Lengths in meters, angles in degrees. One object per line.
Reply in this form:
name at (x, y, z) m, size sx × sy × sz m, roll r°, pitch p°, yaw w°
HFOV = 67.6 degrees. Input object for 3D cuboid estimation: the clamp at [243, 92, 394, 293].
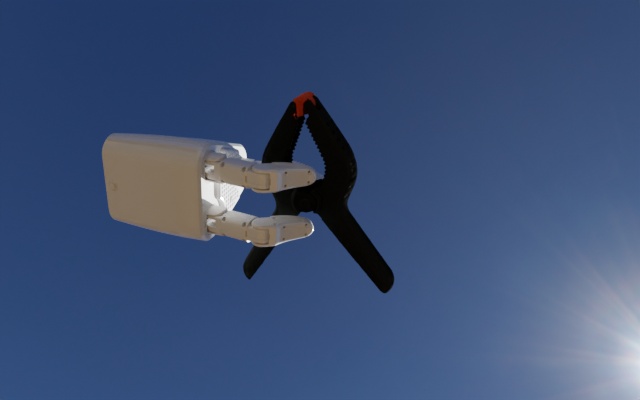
clamp at (0.000, 0.001, 0.475) m, size 0.164 × 0.210 × 0.036 m, roll 9°, pitch 25°, yaw 12°
